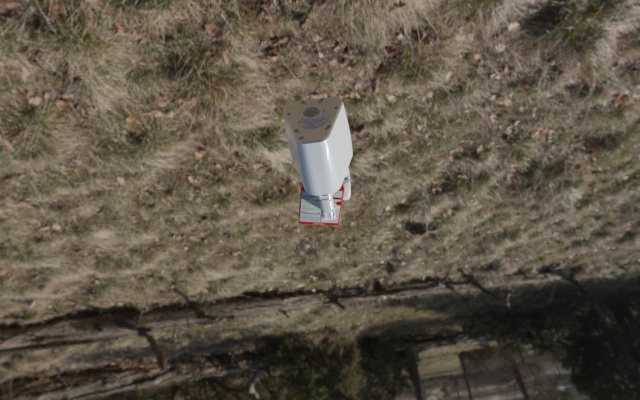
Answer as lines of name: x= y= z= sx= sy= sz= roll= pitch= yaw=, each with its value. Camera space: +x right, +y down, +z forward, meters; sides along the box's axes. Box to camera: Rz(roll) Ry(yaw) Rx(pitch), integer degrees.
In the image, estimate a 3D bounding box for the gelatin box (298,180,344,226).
gelatin box: x=0.000 y=0.003 z=0.829 sx=0.073 sy=0.089 sz=0.030 roll=2 pitch=43 yaw=-4
